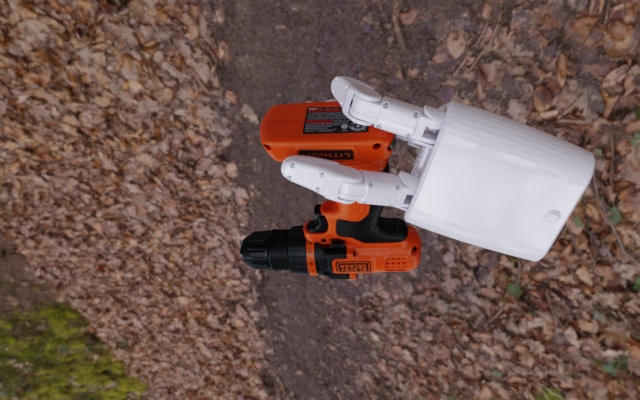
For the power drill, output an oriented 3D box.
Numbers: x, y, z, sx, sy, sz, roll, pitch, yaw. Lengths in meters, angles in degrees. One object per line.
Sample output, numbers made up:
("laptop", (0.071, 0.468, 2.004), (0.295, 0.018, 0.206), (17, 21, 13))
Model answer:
("power drill", (0.000, 0.001, 0.437), (0.184, 0.057, 0.188), (-3, -43, 7))
